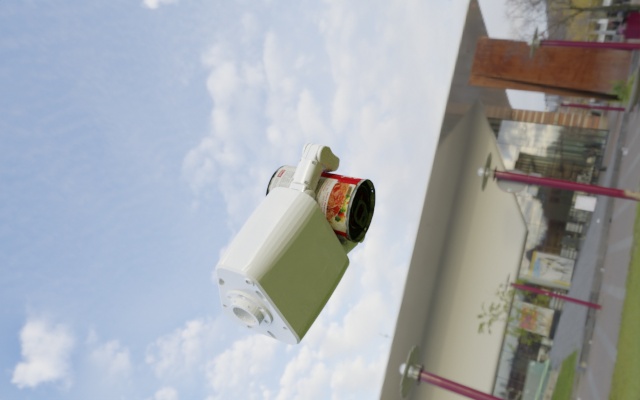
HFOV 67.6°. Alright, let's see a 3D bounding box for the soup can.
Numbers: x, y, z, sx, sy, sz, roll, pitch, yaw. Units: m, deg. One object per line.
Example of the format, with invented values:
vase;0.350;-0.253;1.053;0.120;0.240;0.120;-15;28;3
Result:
soup can;0.000;0.001;0.519;0.102;0.068;0.068;12;6;27
